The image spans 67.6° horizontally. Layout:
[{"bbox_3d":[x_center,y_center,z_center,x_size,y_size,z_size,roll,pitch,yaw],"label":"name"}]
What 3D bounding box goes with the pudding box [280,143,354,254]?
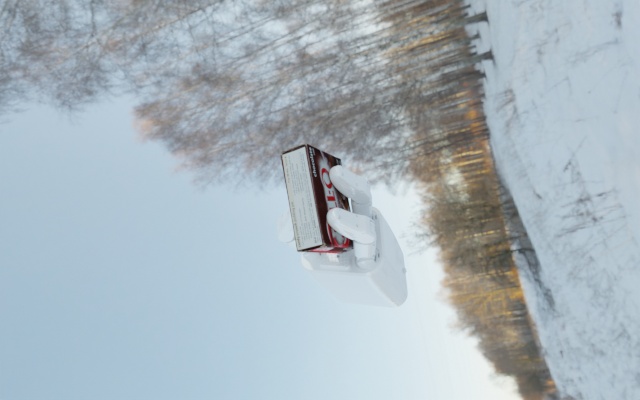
[{"bbox_3d":[0.000,0.002,0.531,0.039,0.113,0.090,-18,-13,23],"label":"pudding box"}]
